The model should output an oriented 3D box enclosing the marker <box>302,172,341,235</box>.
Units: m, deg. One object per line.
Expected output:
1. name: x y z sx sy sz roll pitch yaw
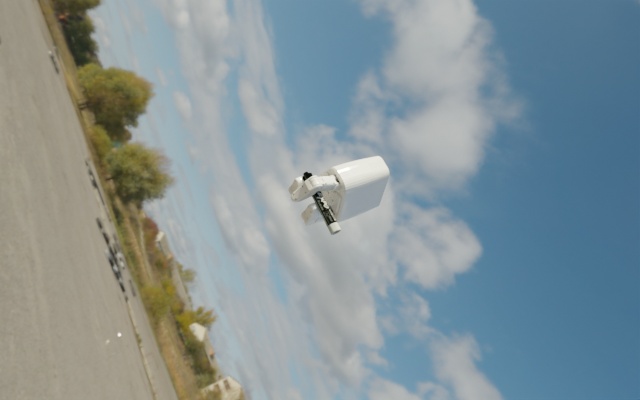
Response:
1. marker: 0.000 0.003 0.820 0.020 0.121 0.020 -25 -18 -8
